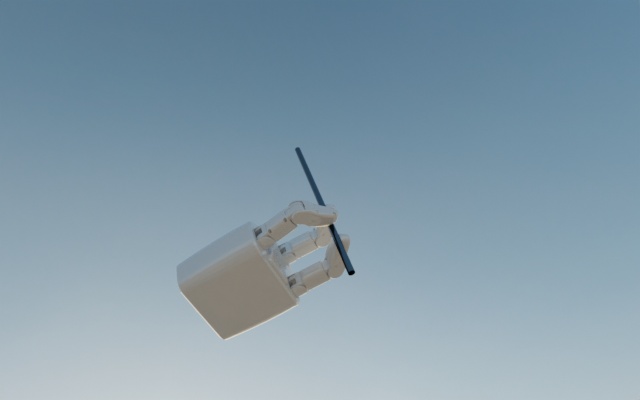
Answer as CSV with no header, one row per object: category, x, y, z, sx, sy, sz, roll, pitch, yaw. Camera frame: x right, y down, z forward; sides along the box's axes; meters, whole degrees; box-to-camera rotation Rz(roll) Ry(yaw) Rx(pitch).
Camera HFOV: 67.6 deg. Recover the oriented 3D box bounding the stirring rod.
stirring rod,0.000,0.002,0.591,0.011,0.011,0.239,0,38,-20
